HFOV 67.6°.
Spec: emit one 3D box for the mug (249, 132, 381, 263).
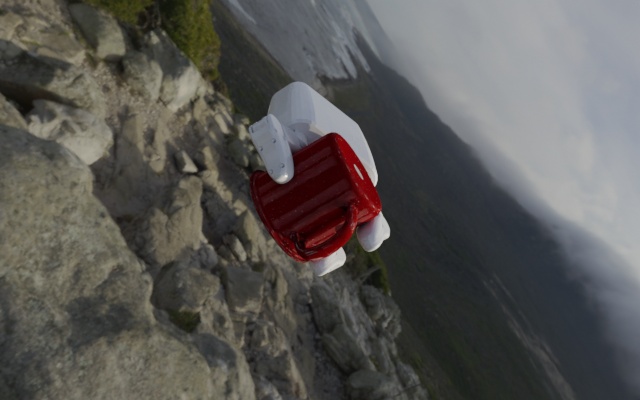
[{"bbox_3d":[0.000,0.002,0.402,0.081,0.093,0.117,-30,33,15],"label":"mug"}]
